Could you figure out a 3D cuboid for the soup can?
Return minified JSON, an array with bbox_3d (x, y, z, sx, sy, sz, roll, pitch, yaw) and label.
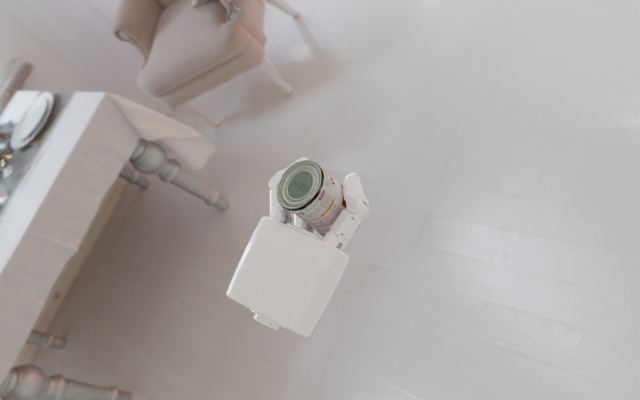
[{"bbox_3d":[0.000,0.001,0.596,0.068,0.068,0.102,0,-25,35],"label":"soup can"}]
